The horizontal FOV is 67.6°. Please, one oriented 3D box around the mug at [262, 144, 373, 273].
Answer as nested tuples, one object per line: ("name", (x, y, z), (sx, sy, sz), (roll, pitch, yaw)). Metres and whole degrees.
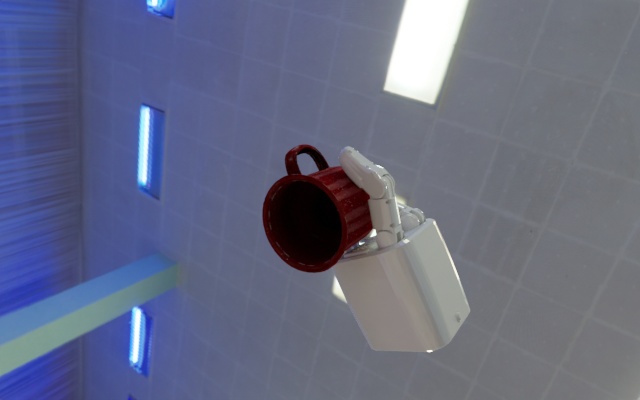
("mug", (0.000, 0.000, 0.464), (0.093, 0.117, 0.081), (-22, 1, 35))
